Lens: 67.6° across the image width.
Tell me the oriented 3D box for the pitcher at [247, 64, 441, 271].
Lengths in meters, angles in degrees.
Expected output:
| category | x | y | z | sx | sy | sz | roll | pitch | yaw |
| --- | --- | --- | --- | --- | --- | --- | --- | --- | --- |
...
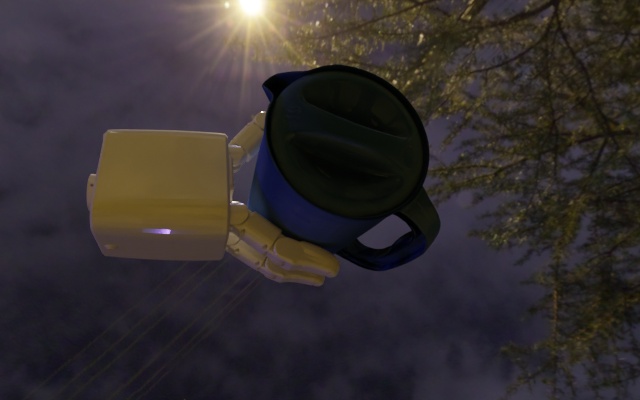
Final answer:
| category | x | y | z | sx | sy | sz | roll | pitch | yaw |
| --- | --- | --- | --- | --- | --- | --- | --- | --- | --- |
| pitcher | 0.000 | 0.001 | 0.463 | 0.145 | 0.149 | 0.243 | 0 | -22 | -16 |
